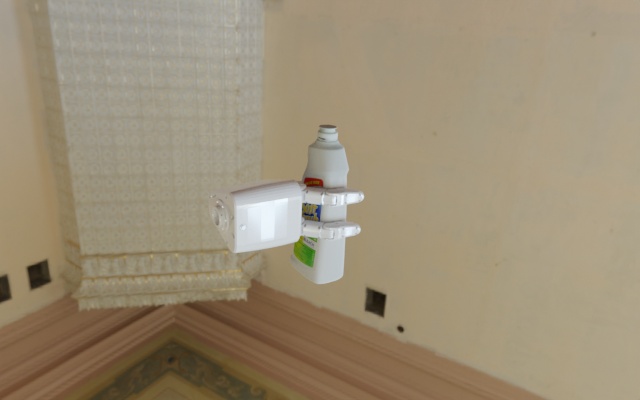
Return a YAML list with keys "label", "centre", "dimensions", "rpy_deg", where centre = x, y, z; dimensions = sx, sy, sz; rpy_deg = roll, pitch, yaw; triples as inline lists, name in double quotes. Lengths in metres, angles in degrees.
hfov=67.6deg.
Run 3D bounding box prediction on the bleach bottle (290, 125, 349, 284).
- label: "bleach bottle"
  centre: [0.000, 0.003, 0.770]
  dimensions: [0.068, 0.251, 0.102]
  rpy_deg: [-11, 25, -31]
